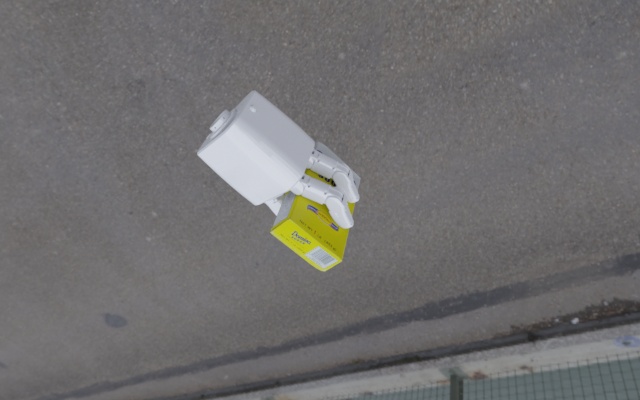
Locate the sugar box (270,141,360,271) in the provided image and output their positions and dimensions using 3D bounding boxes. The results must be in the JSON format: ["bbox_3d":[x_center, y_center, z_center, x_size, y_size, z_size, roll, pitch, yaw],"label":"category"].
[{"bbox_3d":[0.000,0.002,0.655,0.093,0.176,0.048,40,-50,-20],"label":"sugar box"}]
